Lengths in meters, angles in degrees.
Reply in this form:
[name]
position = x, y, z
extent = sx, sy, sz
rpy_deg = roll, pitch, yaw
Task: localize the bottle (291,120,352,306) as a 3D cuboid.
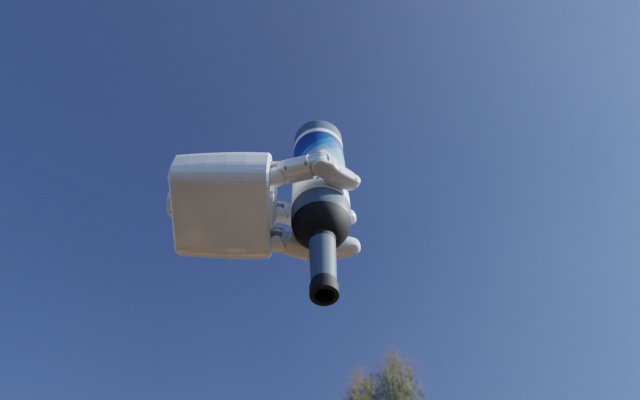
[bottle]
position = 0.000, 0.002, 0.549
extent = 0.069, 0.069, 0.295
rpy_deg = 0, 35, -2
